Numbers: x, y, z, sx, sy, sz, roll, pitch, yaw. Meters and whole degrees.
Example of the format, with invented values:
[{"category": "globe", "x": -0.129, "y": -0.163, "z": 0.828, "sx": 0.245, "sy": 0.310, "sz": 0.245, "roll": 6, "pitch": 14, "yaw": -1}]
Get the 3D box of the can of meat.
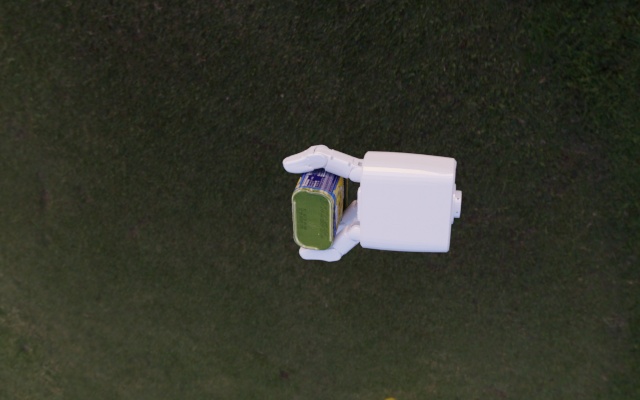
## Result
[{"category": "can of meat", "x": 0.000, "y": 0.002, "z": 0.614, "sx": 0.057, "sy": 0.102, "sz": 0.084, "roll": 7, "pitch": 39, "yaw": 11}]
